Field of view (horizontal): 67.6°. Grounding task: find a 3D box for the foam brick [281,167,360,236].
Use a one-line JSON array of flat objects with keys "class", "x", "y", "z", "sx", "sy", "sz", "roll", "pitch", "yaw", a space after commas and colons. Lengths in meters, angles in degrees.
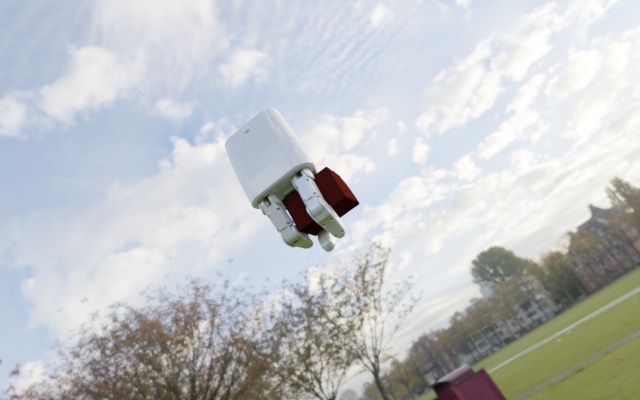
[{"class": "foam brick", "x": 0.000, "y": 0.002, "z": 0.624, "sx": 0.078, "sy": 0.051, "sz": 0.053, "roll": -36, "pitch": -24, "yaw": 13}]
